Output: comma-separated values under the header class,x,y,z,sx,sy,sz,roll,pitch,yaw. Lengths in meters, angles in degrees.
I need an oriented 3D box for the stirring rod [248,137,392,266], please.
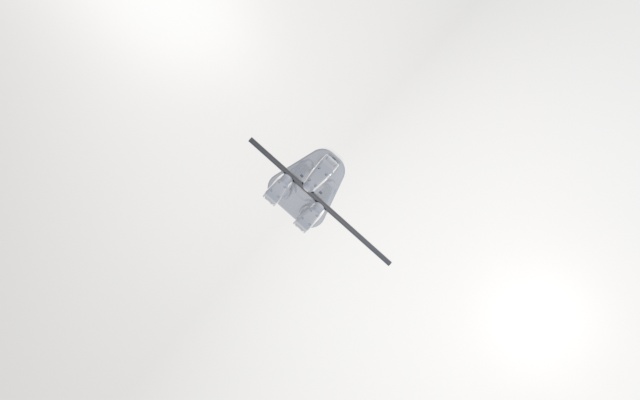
class,x,y,z,sx,sy,sz,roll,pitch,yaw
stirring rod,0.000,0.002,0.611,0.239,0.011,0.011,42,-2,-2
